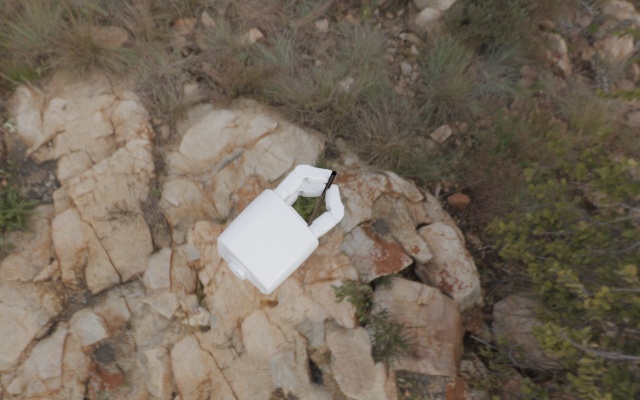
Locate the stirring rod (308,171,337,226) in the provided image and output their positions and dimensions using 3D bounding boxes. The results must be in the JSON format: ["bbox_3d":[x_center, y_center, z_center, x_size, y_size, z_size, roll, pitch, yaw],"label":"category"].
[{"bbox_3d":[0.000,0.003,0.805,0.011,0.011,0.240,0,-21,-10],"label":"stirring rod"}]
